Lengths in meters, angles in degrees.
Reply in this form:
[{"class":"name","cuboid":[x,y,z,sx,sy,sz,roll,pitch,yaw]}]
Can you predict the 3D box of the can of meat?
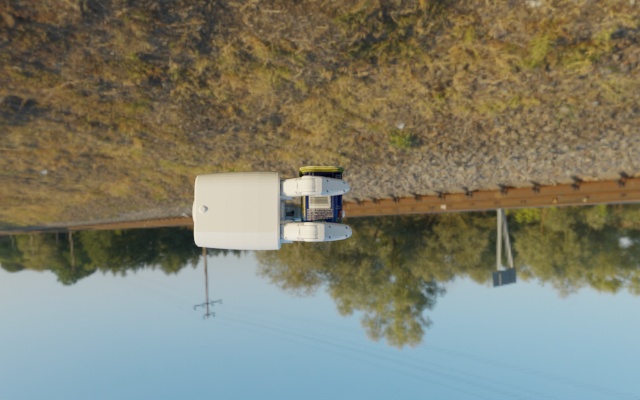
[{"class":"can of meat","cuboid":[0.000,0.002,0.637,0.057,0.084,0.102,0,-4,-4]}]
